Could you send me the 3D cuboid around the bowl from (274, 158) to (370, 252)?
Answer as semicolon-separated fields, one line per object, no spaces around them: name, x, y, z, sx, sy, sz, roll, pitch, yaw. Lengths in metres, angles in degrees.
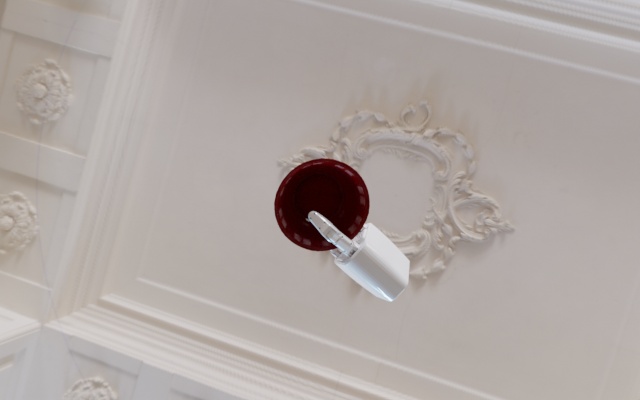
bowl;-0.001;0.002;0.819;0.162;0.162;0.055;0;16;-8
